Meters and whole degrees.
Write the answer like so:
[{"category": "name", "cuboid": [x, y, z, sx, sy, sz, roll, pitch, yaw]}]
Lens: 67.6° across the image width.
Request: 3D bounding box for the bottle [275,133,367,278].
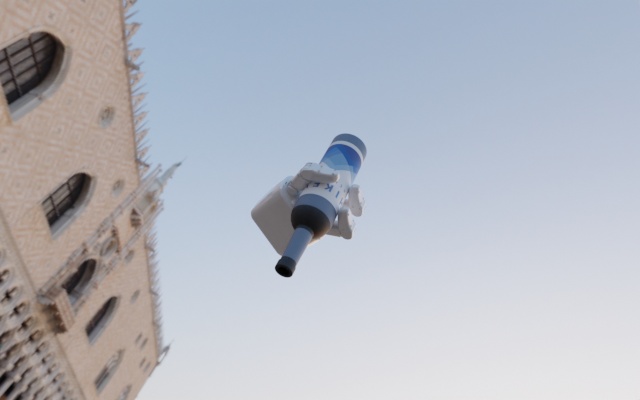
[{"category": "bottle", "cuboid": [0.000, 0.002, 0.758, 0.069, 0.069, 0.295, 0, 41, 27]}]
